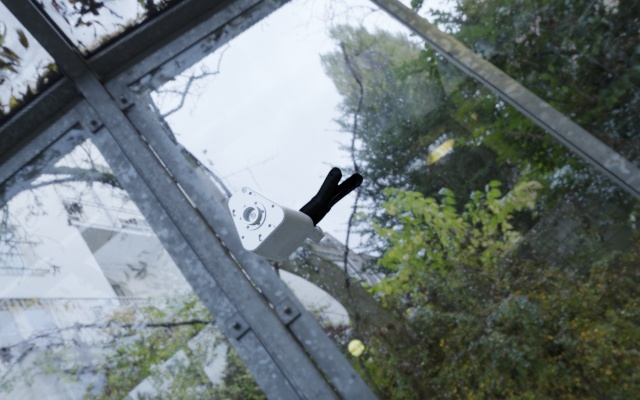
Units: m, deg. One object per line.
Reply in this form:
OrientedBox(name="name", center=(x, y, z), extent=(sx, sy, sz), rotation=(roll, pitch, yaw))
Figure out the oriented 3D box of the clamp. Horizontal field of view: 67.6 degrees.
OrientedBox(name="clamp", center=(0.000, 0.003, 0.868), extent=(0.039, 0.171, 0.120), rotation=(48, 7, 26))
